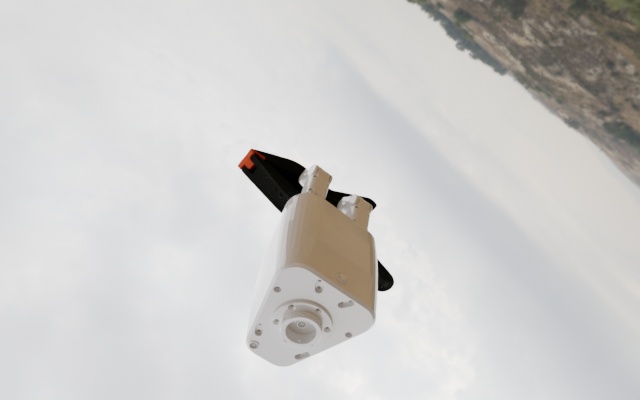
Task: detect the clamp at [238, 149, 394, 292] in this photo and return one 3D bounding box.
[{"bbox_3d":[-0.001,0.002,0.565,0.210,0.036,0.164,36,25,-16],"label":"clamp"}]
